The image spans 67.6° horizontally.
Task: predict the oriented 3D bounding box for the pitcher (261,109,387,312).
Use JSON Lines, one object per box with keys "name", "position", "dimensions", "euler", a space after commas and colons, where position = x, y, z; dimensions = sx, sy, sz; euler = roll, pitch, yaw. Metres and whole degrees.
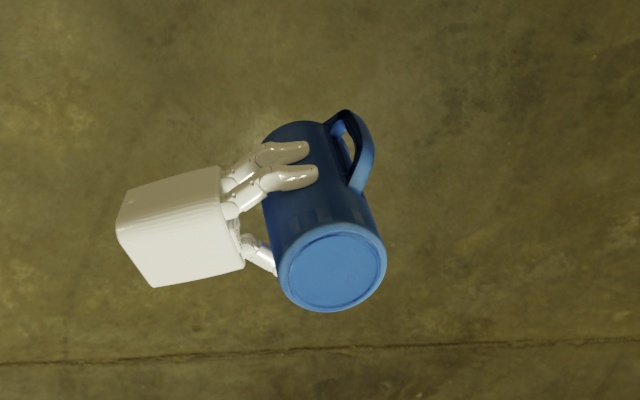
{"name": "pitcher", "position": [0.000, 0.002, 0.549], "dimensions": [0.145, 0.149, 0.242], "euler": [-11, 31, -5]}
